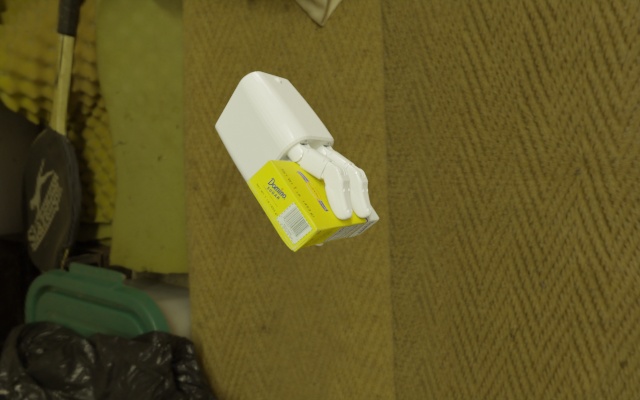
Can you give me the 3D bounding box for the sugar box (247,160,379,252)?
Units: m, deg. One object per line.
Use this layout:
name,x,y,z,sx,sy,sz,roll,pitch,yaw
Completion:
sugar box,0.000,0.001,0.563,0.048,0.093,0.176,-41,-15,25
